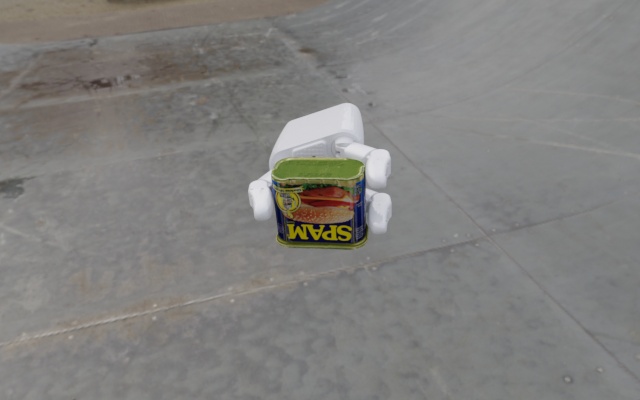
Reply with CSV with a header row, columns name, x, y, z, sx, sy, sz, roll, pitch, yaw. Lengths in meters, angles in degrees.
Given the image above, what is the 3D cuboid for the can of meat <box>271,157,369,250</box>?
name,x,y,z,sx,sy,sz,roll,pitch,yaw
can of meat,0.000,0.001,0.511,0.102,0.084,0.057,1,30,9
